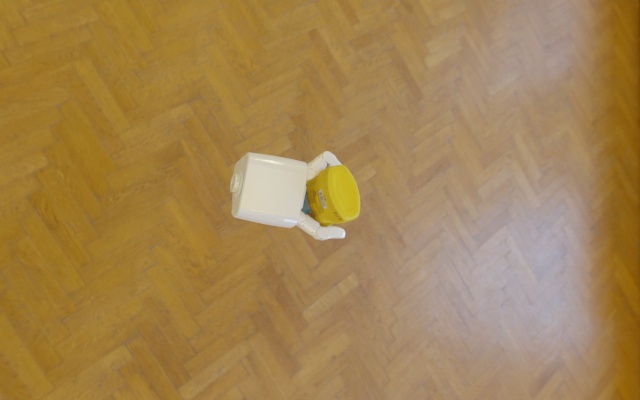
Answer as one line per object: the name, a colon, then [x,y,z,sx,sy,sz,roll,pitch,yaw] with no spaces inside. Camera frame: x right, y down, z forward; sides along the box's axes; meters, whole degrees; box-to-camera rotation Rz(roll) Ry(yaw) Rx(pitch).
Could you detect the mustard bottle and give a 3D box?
mustard bottle: [0.001,0.003,0.873,0.058,0.096,0.191,-16,-3,-27]
